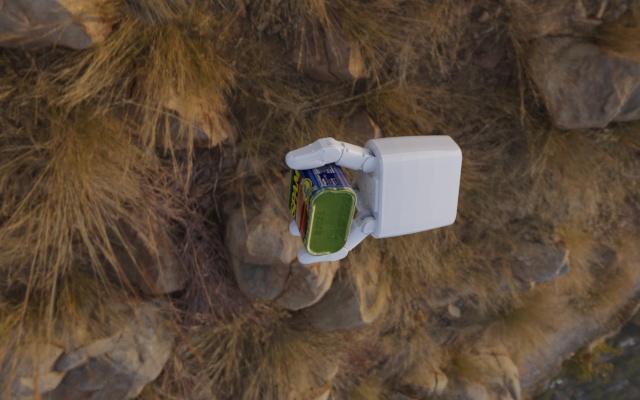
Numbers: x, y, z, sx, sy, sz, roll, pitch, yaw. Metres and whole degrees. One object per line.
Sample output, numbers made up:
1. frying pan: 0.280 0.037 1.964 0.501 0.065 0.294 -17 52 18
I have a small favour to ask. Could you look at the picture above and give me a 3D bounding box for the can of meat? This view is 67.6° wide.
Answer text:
1. can of meat: 0.000 0.002 0.559 0.057 0.102 0.084 -5 39 -17
